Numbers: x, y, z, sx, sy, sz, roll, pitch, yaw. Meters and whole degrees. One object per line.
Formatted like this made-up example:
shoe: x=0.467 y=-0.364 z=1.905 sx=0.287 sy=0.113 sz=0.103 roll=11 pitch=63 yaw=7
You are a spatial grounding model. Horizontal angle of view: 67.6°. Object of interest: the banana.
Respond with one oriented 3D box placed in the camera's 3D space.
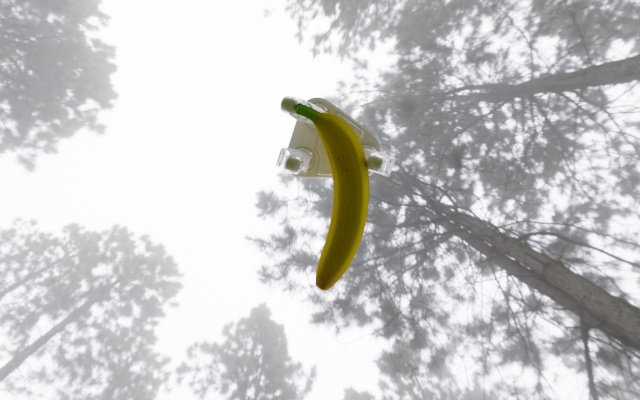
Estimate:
banana: x=0.018 y=-0.004 z=0.497 sx=0.069 sy=0.198 sz=0.037 roll=-8 pitch=12 yaw=-6
